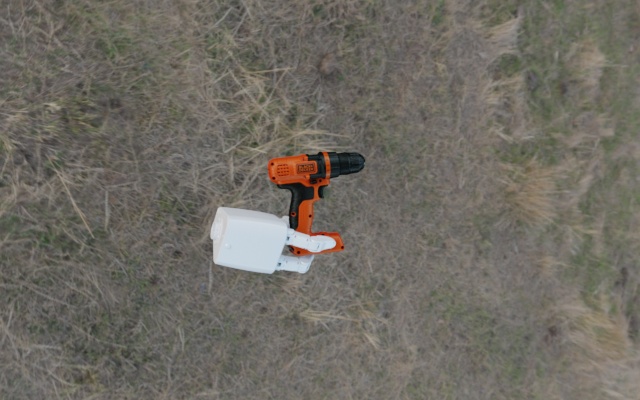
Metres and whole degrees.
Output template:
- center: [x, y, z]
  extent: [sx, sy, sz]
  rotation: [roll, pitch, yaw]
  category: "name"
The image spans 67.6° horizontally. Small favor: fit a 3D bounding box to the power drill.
- center: [0.000, 0.003, 0.895]
  extent: [0.184, 0.187, 0.057]
  rotation: [-6, 5, -10]
  category: "power drill"
